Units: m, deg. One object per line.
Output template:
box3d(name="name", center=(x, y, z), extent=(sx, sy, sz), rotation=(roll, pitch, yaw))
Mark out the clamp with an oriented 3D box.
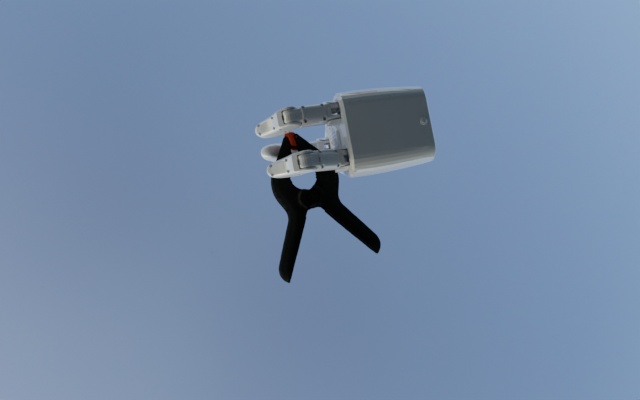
box3d(name="clamp", center=(0.000, 0.002, 0.556), extent=(0.120, 0.171, 0.039), rotation=(-9, -4, -9))
